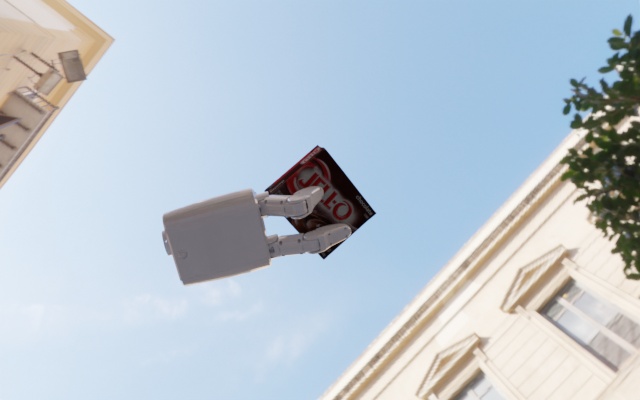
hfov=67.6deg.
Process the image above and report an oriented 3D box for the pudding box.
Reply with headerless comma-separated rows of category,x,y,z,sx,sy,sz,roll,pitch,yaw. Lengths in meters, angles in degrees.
pudding box,0.000,0.002,0.591,0.090,0.113,0.039,-41,23,-1
